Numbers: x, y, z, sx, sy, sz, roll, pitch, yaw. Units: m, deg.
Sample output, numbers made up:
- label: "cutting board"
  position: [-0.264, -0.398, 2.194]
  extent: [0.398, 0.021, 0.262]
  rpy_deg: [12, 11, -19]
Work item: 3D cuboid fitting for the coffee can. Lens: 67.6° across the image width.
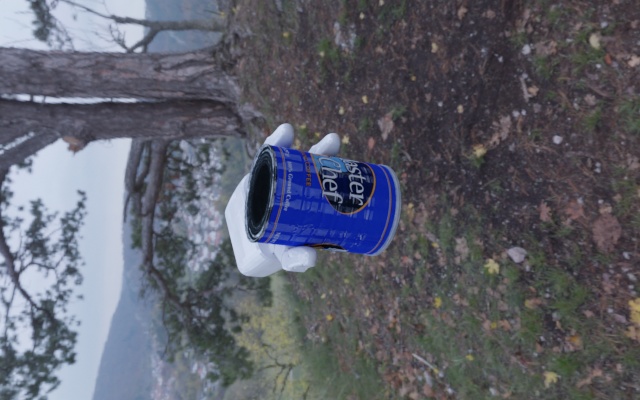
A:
- label: "coffee can"
  position: [0.000, 0.002, 0.510]
  extent: [0.140, 0.103, 0.103]
  rpy_deg: [8, -3, -22]
